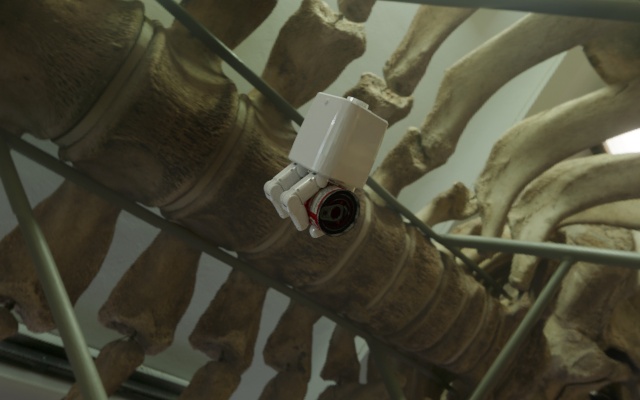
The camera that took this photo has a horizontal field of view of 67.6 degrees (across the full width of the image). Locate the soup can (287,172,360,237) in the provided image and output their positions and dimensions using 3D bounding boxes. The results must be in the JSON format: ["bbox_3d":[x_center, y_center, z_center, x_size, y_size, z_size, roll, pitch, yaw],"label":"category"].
[{"bbox_3d":[0.000,0.003,0.682,0.068,0.068,0.102,0,18,-32],"label":"soup can"}]
